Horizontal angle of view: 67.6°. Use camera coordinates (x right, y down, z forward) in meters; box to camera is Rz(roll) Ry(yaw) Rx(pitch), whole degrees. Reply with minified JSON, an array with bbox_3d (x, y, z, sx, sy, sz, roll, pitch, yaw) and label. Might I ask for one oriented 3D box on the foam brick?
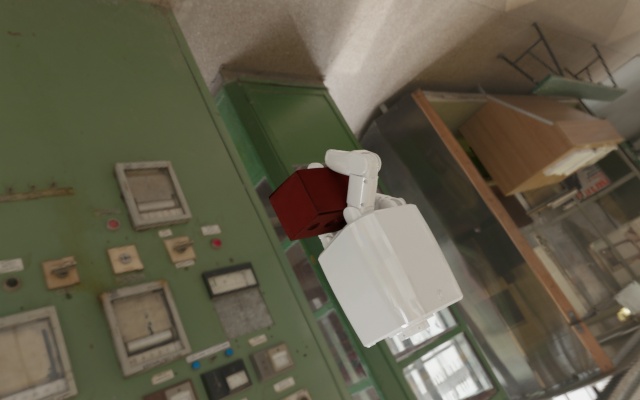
[{"bbox_3d":[0.000,0.002,0.477,0.078,0.051,0.053,-9,-24,-44],"label":"foam brick"}]
